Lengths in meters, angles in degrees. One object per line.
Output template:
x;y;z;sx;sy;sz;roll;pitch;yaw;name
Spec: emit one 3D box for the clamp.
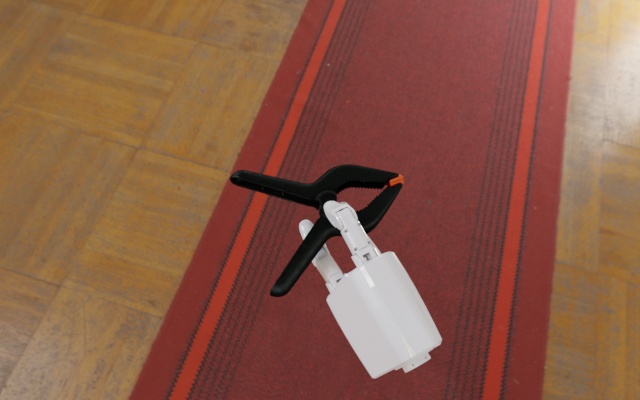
0.001;0.002;0.589;0.210;0.164;0.036;-25;-16;-12;clamp
